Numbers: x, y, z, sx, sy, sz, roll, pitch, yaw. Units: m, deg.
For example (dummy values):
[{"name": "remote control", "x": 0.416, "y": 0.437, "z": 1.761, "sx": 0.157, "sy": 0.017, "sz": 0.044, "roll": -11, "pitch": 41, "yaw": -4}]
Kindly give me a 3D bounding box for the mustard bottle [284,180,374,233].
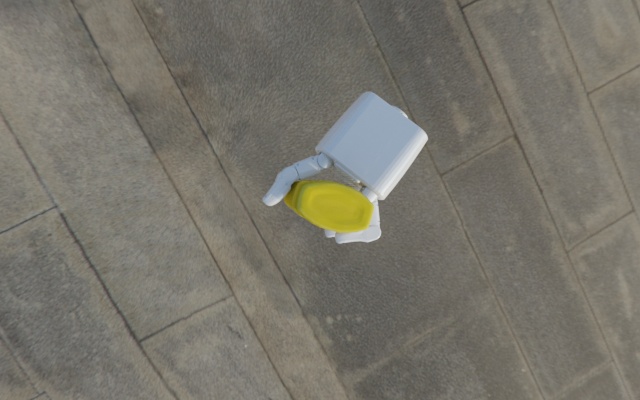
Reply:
[{"name": "mustard bottle", "x": 0.000, "y": 0.002, "z": 0.651, "sx": 0.096, "sy": 0.058, "sz": 0.191, "roll": 14, "pitch": 1, "yaw": -12}]
